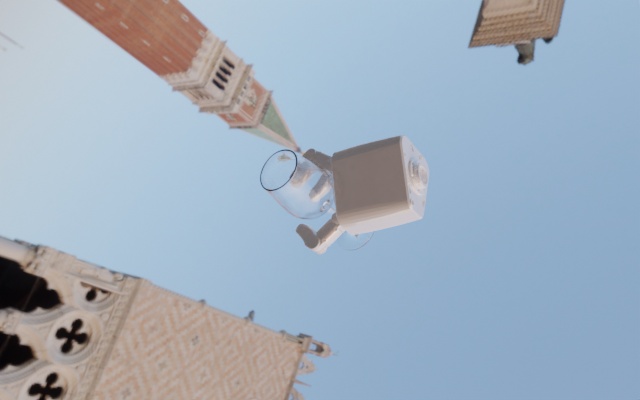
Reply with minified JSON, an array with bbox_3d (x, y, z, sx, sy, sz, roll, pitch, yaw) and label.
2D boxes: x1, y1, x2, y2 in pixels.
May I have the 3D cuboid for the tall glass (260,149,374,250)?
[{"bbox_3d":[0.000,0.003,0.691,0.079,0.079,0.201,0,-25,38],"label":"tall glass"}]
